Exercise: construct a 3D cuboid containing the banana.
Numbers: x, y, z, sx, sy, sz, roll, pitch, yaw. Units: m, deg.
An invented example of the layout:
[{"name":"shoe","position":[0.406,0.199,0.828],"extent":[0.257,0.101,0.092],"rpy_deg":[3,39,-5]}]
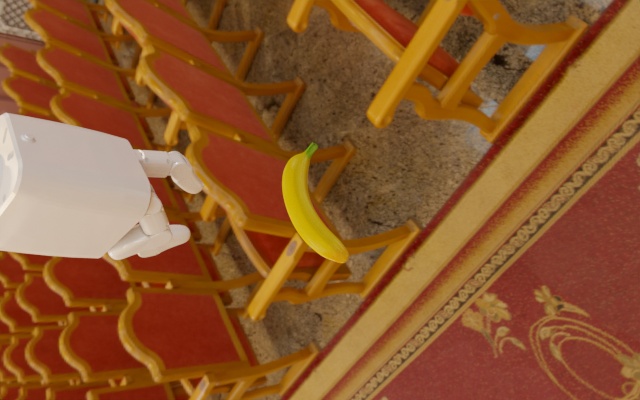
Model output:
[{"name":"banana","position":[-0.016,0.007,0.686],"extent":[0.069,0.197,0.037],"rpy_deg":[-26,-27,21]}]
